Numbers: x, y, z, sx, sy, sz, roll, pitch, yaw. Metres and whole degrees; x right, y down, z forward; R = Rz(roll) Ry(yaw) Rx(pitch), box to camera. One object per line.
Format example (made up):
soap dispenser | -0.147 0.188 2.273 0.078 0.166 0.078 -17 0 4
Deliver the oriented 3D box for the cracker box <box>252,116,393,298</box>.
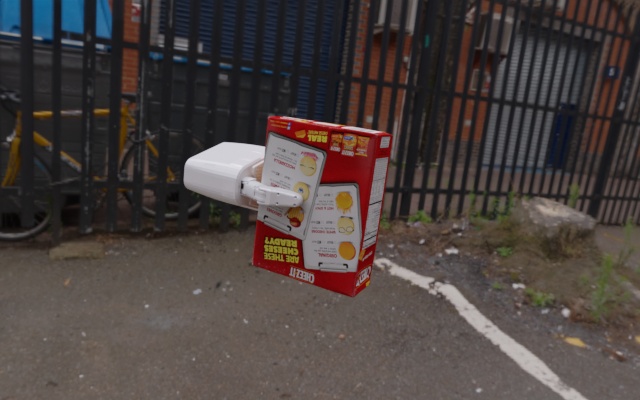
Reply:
cracker box | 0.000 0.002 0.654 0.164 0.214 0.072 13 14 27
